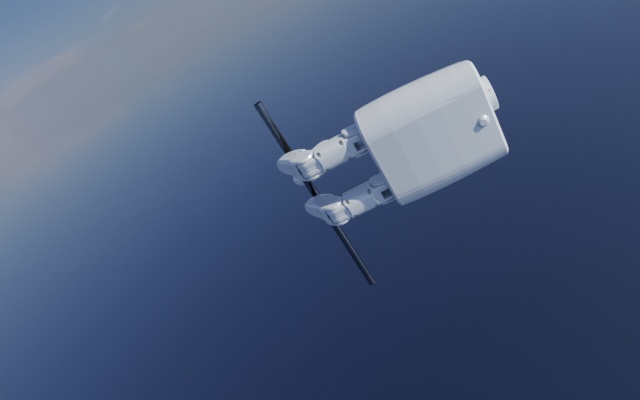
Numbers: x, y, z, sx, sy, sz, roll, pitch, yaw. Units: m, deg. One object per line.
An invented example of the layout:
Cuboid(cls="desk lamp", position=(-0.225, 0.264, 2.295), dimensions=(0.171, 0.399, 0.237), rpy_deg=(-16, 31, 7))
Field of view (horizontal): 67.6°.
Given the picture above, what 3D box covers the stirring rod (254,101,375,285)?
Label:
Cuboid(cls="stirring rod", position=(0.000, 0.002, 0.495), dimensions=(0.011, 0.240, 0.011), rpy_deg=(-26, 26, 14))
